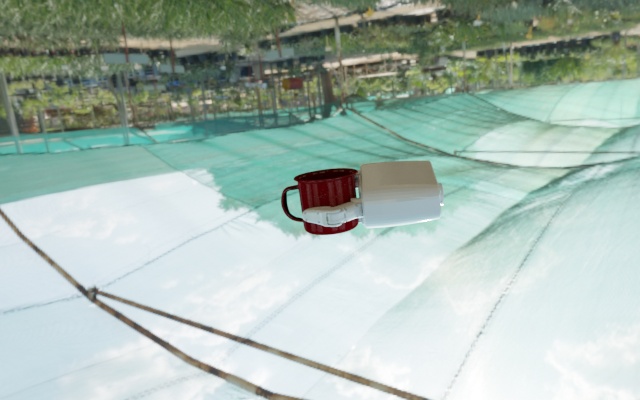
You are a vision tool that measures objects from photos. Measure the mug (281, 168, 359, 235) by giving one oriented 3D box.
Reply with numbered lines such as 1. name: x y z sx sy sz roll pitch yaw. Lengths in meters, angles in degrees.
1. mug: -0.001 0.003 0.695 0.117 0.081 0.093 -5 12 7
